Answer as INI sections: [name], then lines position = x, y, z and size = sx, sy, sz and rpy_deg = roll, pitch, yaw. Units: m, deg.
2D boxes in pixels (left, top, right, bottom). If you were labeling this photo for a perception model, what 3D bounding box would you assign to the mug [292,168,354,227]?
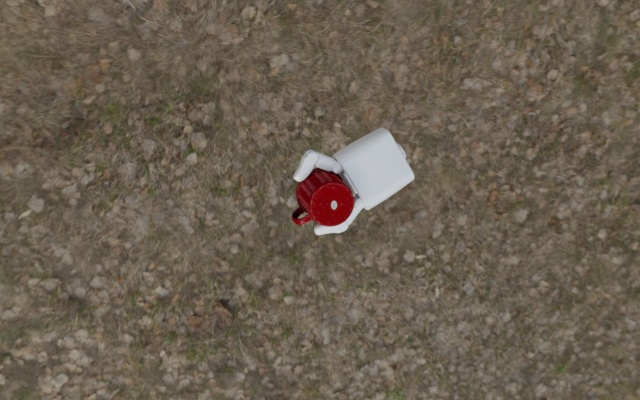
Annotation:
[mug]
position = -0.001, 0.004, 0.835
size = 0.117, 0.093, 0.081
rpy_deg = -33, 22, -3
